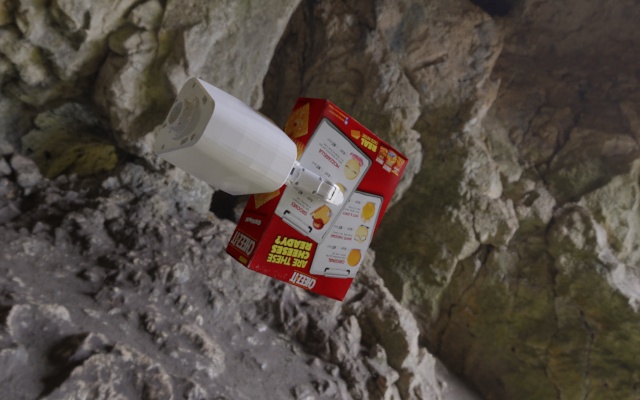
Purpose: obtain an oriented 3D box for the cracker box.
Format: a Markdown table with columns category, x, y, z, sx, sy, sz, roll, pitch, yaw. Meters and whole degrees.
| category | x | y | z | sx | sy | sz | roll | pitch | yaw |
| --- | --- | --- | --- | --- | --- | --- | --- | --- | --- |
| cracker box | 0.000 | 0.002 | 0.611 | 0.164 | 0.213 | 0.072 | 28 | -4 | -38 |
